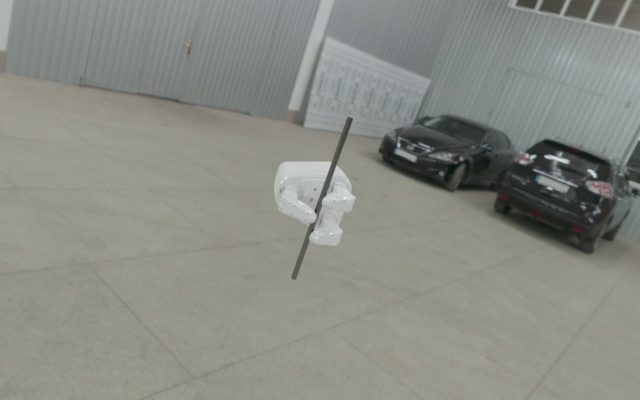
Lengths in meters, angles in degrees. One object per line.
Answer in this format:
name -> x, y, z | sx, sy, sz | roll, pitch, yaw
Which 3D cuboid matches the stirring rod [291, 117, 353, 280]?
stirring rod -> 0.000, 0.002, 0.651 | 0.011, 0.239, 0.011 | 18, 16, -5
